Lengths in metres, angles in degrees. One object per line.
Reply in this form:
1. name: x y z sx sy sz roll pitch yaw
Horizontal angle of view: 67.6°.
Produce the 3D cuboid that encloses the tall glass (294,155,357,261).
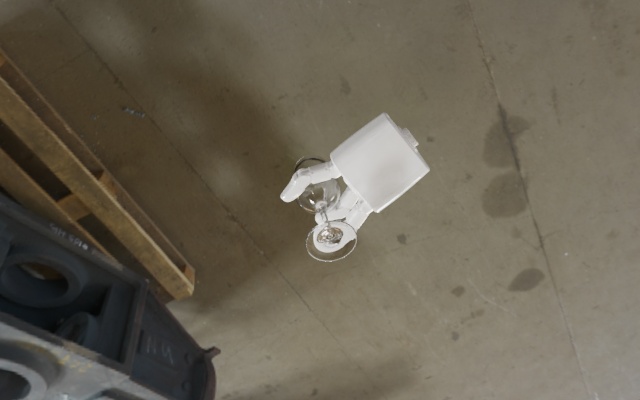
1. tall glass: 0.000 0.003 0.757 0.079 0.079 0.201 0 34 -12
